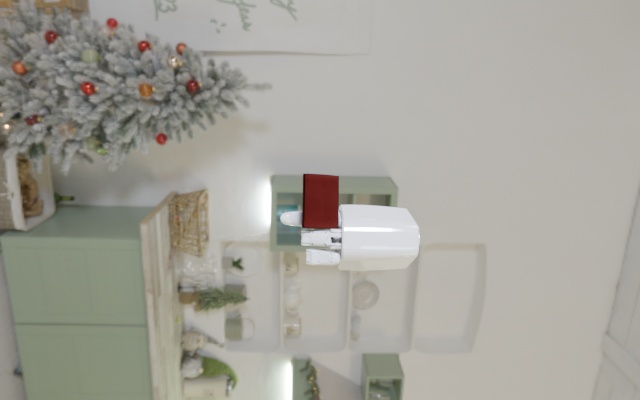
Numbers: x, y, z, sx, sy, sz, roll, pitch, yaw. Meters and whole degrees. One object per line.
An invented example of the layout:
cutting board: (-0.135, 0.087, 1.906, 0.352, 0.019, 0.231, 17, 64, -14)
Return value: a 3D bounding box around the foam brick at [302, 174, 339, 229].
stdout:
foam brick: (0.000, 0.002, 0.693, 0.051, 0.078, 0.053, 1, -2, 0)
